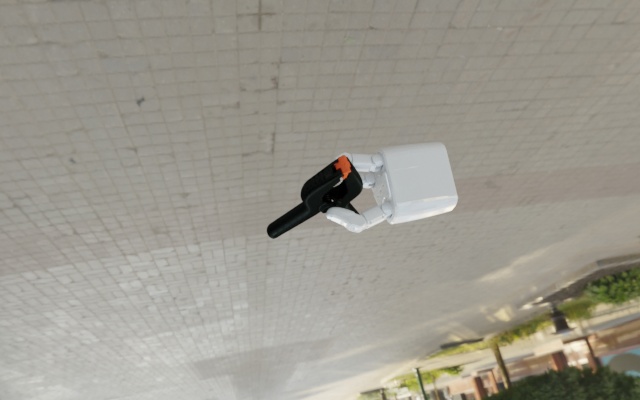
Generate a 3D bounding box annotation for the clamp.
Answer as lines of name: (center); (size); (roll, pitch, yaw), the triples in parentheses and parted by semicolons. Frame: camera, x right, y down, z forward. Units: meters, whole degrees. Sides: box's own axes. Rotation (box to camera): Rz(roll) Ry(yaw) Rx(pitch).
clamp: (0.001, 0.003, 0.728); (0.164, 0.036, 0.210); (-12, -25, -13)
